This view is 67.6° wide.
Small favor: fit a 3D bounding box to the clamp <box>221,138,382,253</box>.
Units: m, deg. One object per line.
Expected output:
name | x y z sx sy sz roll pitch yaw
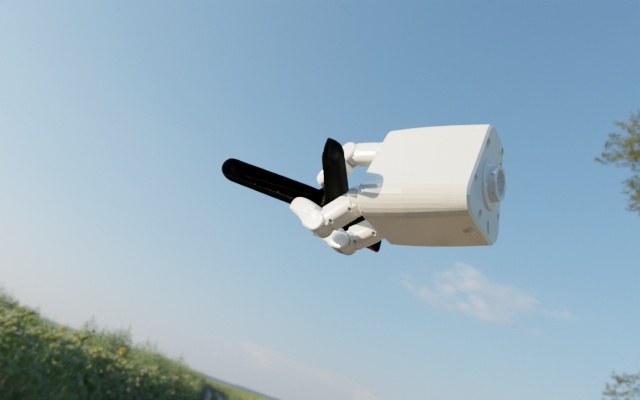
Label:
clamp | 0.001 0.001 0.540 0.164 0.036 0.210 1 -29 37
